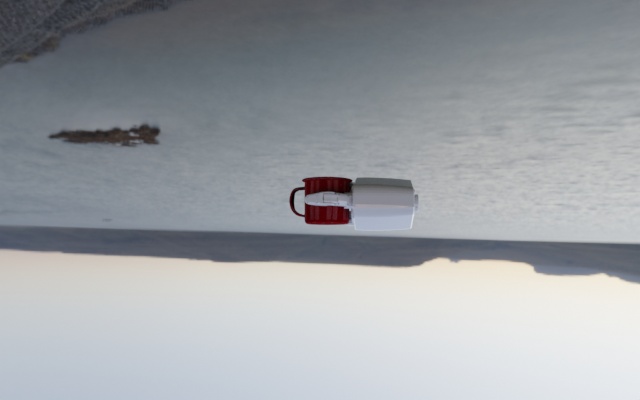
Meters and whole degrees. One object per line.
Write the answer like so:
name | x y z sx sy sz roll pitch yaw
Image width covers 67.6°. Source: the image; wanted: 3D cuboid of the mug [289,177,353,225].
mug | -0.001 0.003 0.872 0.117 0.081 0.093 0 -5 9
